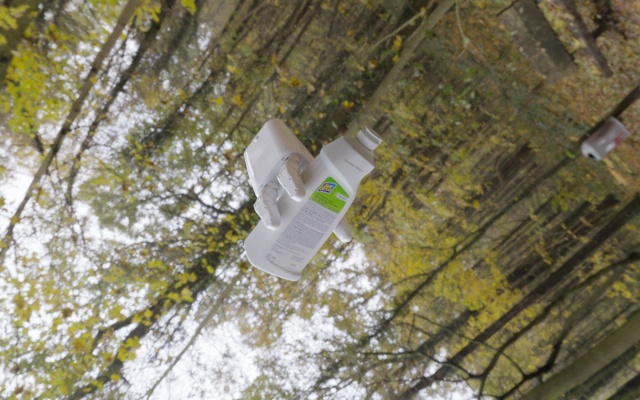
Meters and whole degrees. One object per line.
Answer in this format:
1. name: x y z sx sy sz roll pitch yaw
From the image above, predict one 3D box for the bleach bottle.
1. bleach bottle: 0.000 0.002 0.682 0.102 0.251 0.068 26 24 -36
